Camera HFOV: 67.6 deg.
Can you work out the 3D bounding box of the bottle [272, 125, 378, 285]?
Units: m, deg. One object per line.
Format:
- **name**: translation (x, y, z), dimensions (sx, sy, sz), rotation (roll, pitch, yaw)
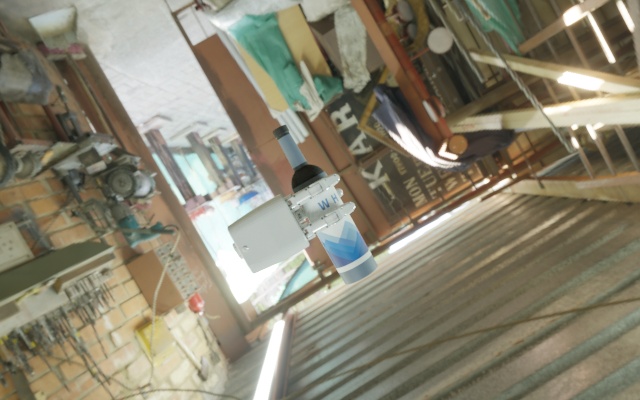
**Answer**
- **bottle**: translation (0.000, 0.003, 0.834), dimensions (0.069, 0.296, 0.069), rotation (-29, 3, 1)
